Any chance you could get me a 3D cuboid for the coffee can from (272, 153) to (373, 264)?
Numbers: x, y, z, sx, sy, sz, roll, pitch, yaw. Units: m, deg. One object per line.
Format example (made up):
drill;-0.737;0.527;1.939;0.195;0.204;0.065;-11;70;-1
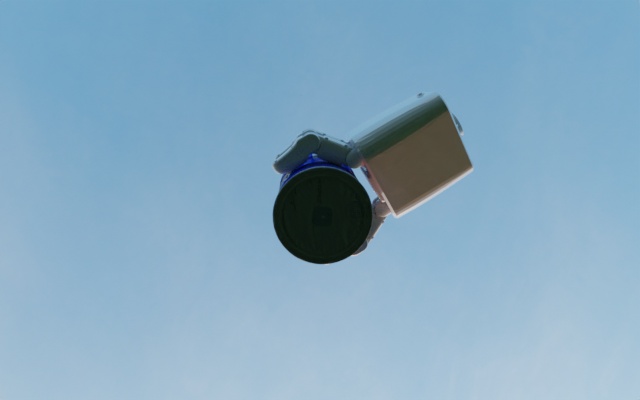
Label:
coffee can;0.000;0.002;0.551;0.103;0.103;0.140;0;13;-2
